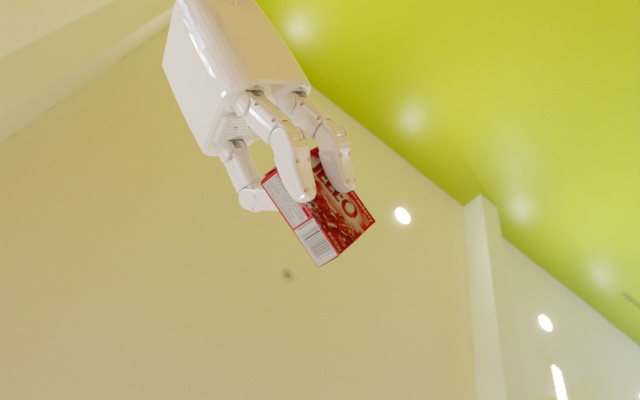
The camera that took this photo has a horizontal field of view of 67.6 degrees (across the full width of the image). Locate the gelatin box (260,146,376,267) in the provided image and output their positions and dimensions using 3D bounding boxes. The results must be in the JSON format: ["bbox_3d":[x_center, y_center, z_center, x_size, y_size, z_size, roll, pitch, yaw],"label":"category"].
[{"bbox_3d":[0.000,0.002,0.414,0.030,0.089,0.073,-34,0,37],"label":"gelatin box"}]
